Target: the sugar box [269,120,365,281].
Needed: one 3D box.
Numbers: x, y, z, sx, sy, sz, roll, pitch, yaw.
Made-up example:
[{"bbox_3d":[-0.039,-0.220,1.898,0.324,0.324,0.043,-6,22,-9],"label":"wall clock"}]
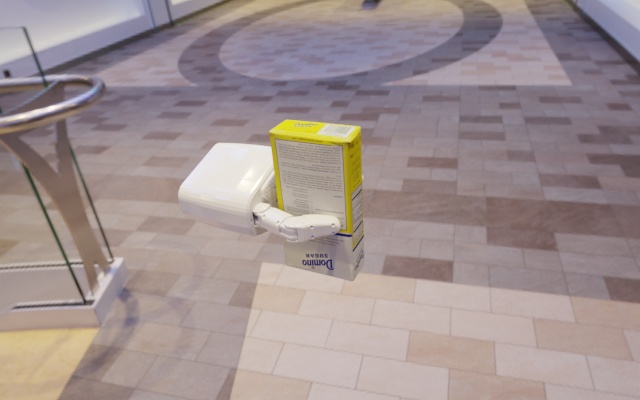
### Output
[{"bbox_3d":[0.000,0.001,0.541,0.093,0.176,0.048,10,34,24],"label":"sugar box"}]
